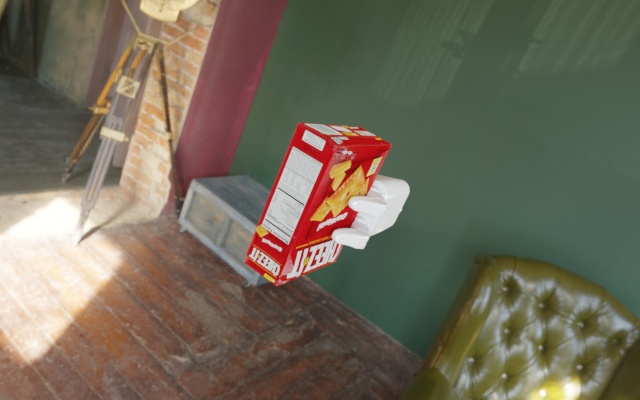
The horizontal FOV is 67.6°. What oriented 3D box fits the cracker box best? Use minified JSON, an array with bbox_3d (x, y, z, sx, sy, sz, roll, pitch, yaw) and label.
[{"bbox_3d":[0.000,0.002,0.676,0.072,0.214,0.164,33,21,25],"label":"cracker box"}]
